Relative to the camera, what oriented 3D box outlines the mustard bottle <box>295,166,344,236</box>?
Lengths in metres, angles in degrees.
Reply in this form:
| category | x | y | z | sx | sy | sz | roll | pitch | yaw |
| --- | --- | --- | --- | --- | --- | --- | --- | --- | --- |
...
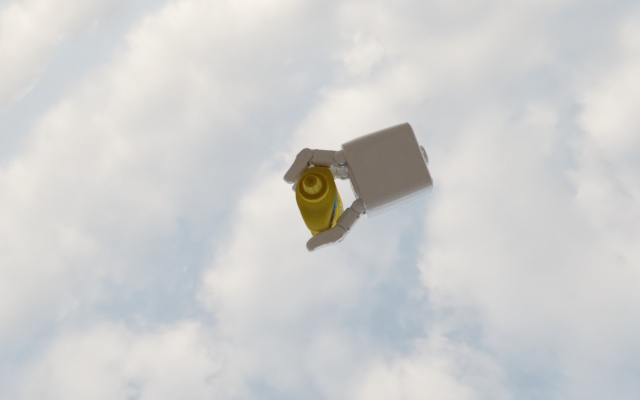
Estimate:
| category | x | y | z | sx | sy | sz | roll | pitch | yaw |
| --- | --- | --- | --- | --- | --- | --- | --- | --- | --- |
| mustard bottle | 0.000 | 0.002 | 0.714 | 0.058 | 0.096 | 0.192 | 3 | -17 | 8 |
